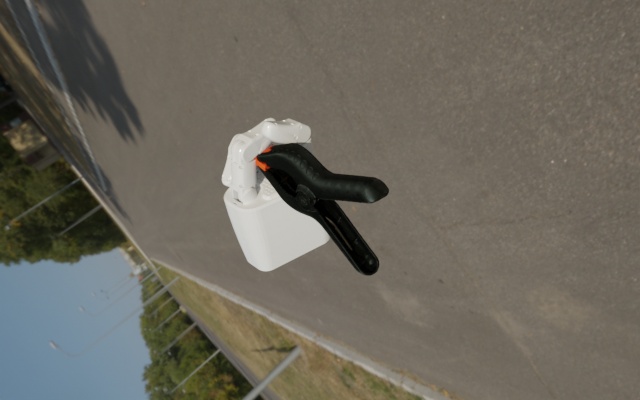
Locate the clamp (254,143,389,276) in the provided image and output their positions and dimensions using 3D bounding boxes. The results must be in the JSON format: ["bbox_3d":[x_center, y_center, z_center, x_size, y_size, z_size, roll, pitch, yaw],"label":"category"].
[{"bbox_3d":[0.000,0.002,0.477,0.039,0.120,0.171,-28,43,-31],"label":"clamp"}]
